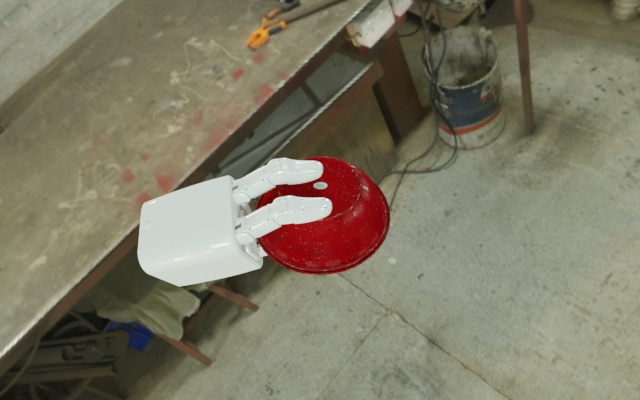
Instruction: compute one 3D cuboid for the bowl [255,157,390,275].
[{"bbox_3d":[0.001,0.001,0.544,0.162,0.162,0.055,0,-39,4],"label":"bowl"}]
